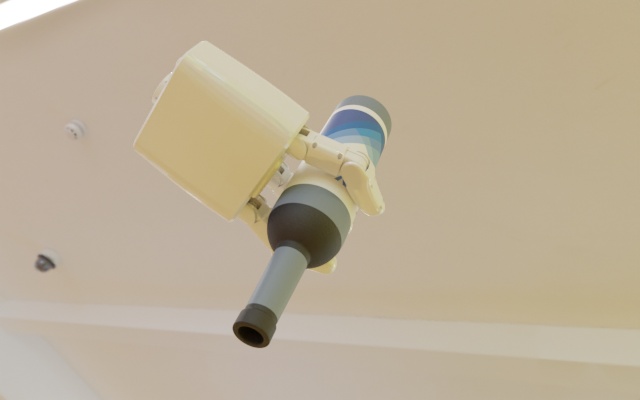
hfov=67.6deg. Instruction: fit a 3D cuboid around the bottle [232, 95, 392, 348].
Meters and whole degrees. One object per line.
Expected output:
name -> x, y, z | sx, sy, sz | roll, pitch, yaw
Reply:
bottle -> 0.000, 0.001, 0.425 | 0.069, 0.069, 0.295 | 0, 37, 23
